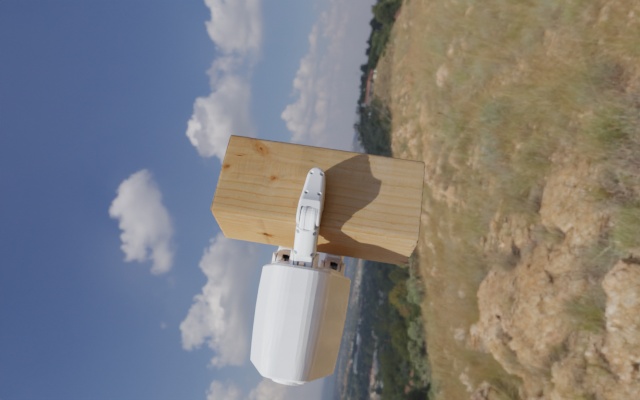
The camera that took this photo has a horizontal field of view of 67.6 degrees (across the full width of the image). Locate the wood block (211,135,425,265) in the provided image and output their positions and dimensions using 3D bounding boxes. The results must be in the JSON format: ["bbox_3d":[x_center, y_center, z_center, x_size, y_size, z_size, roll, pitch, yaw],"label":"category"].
[{"bbox_3d":[0.000,0.002,0.519,0.206,0.090,0.091,8,-23,4],"label":"wood block"}]
